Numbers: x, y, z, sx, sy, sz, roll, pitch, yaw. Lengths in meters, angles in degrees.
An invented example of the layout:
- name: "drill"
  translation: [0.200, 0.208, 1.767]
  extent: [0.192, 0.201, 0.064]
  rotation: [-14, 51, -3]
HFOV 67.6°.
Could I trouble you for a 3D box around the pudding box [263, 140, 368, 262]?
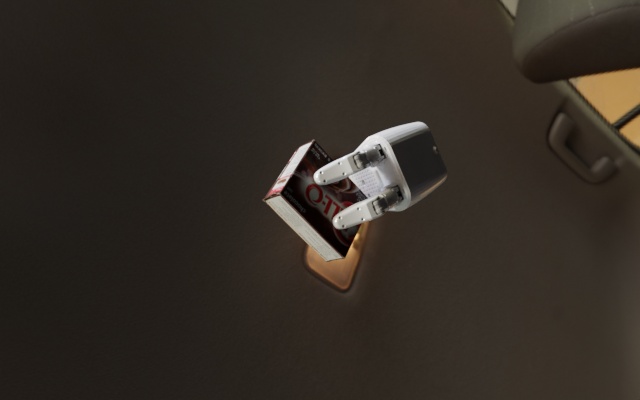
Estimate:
- name: "pudding box"
  translation: [0.000, 0.002, 0.553]
  extent: [0.113, 0.090, 0.039]
  rotation: [44, -39, -20]
